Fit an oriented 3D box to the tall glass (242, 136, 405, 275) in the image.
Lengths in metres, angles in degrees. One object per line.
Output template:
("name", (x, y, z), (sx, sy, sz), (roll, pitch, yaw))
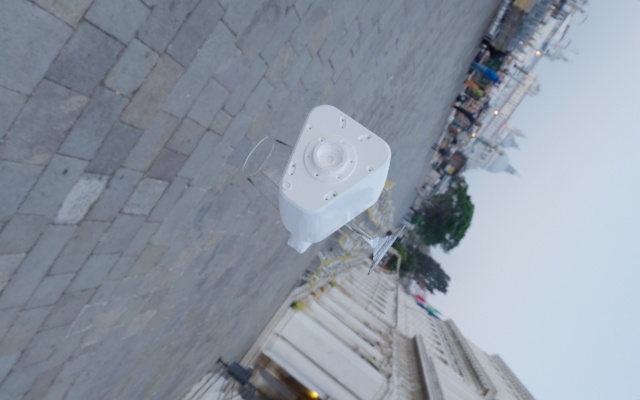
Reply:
("tall glass", (0.001, 0.002, 0.587), (0.201, 0.079, 0.079), (36, 7, 10))
